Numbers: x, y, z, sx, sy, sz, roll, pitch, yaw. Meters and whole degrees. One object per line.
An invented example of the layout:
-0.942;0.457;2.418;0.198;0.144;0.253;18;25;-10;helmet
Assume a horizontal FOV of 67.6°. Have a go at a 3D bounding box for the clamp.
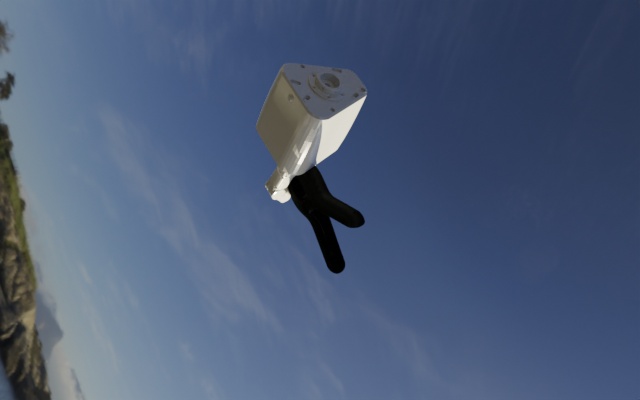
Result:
0.000;0.002;0.631;0.039;0.171;0.120;-18;-24;-33;clamp
